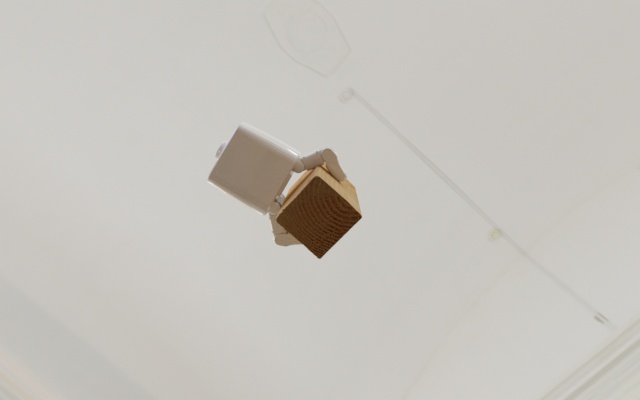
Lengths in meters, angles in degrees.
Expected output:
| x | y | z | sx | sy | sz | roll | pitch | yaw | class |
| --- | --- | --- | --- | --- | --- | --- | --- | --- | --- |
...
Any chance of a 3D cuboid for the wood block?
| x | y | z | sx | sy | sz | roll | pitch | yaw | class |
| --- | --- | --- | --- | --- | --- | --- | --- | --- | --- |
| 0.000 | 0.002 | 0.765 | 0.090 | 0.091 | 0.206 | 42 | 11 | -8 | wood block |
